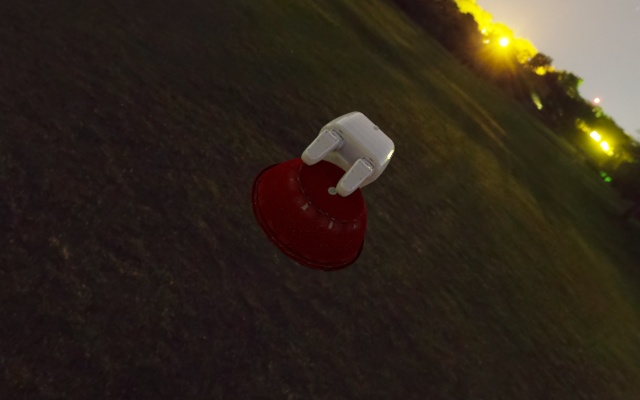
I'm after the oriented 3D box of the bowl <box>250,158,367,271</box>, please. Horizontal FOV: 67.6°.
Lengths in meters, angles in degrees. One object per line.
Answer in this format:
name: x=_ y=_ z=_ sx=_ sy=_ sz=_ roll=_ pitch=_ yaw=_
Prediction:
bowl: x=0.000 y=0.002 z=0.573 sx=0.162 sy=0.162 sz=0.055 roll=0 pitch=-35 yaw=-39
